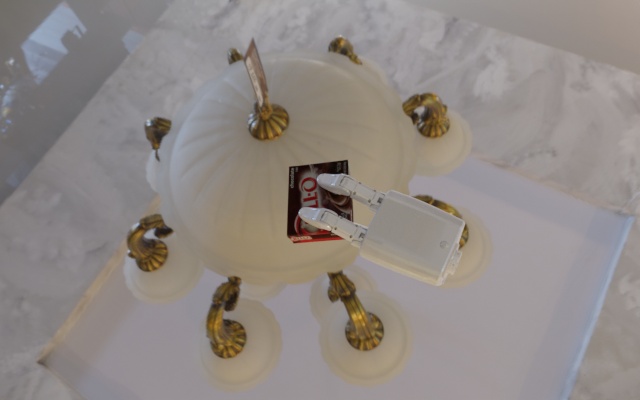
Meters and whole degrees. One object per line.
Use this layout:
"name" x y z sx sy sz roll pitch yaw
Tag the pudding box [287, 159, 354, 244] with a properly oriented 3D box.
"pudding box" 0.000 0.002 0.682 0.090 0.113 0.039 -6 -27 11
